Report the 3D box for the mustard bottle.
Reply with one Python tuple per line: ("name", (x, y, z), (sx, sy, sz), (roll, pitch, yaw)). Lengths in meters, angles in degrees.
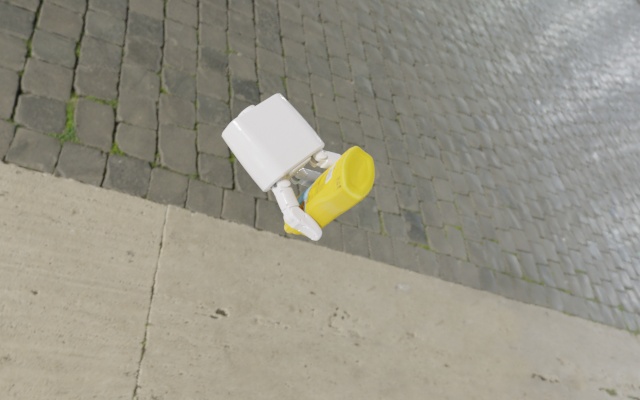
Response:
("mustard bottle", (0.001, 0.002, 0.724), (0.058, 0.096, 0.192), (34, -44, -17))
